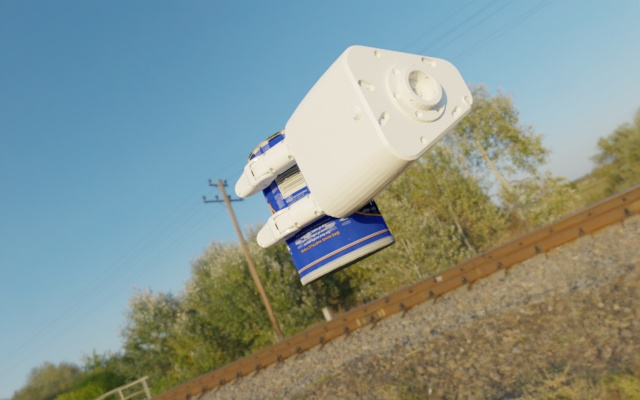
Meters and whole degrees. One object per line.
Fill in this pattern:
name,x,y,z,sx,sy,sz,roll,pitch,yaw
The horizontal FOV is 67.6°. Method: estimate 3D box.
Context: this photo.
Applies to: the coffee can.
coffee can,0.000,0.002,0.489,0.103,0.140,0.103,-25,-10,-5
